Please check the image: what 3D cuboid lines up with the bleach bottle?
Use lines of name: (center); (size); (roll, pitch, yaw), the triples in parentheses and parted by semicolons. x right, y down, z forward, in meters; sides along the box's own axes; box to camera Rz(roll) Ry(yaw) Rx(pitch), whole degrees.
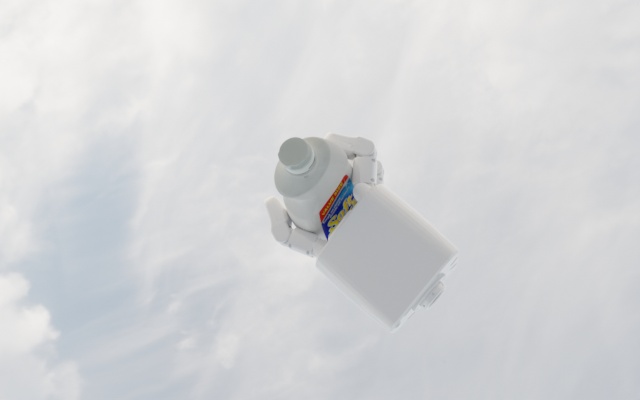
bleach bottle: (0.000, 0.002, 0.540); (0.068, 0.102, 0.251); (41, -4, 23)
